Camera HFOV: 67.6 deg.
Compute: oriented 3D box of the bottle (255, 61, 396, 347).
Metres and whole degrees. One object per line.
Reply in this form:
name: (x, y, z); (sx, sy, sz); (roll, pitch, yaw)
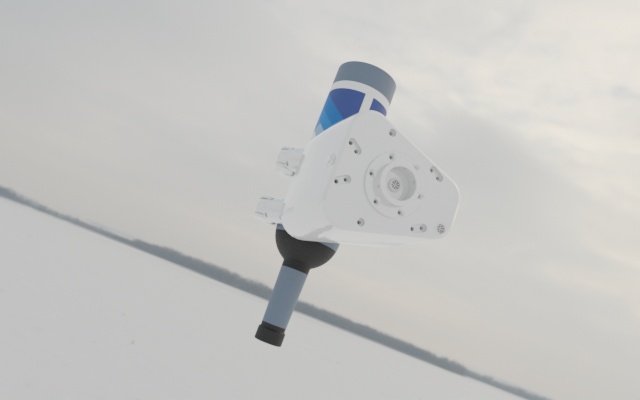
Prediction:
bottle: (0.000, 0.001, 0.489); (0.069, 0.295, 0.069); (20, -12, 5)
